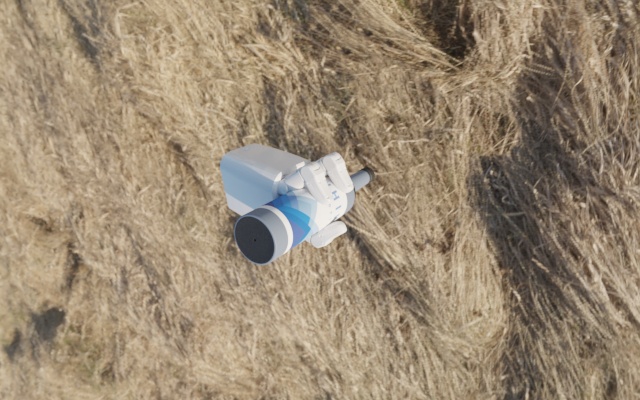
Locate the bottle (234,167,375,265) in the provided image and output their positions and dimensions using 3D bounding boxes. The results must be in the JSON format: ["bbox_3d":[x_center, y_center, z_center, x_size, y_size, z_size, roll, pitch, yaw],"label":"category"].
[{"bbox_3d":[0.000,0.002,0.689,0.069,0.069,0.295,0,18,35],"label":"bottle"}]
